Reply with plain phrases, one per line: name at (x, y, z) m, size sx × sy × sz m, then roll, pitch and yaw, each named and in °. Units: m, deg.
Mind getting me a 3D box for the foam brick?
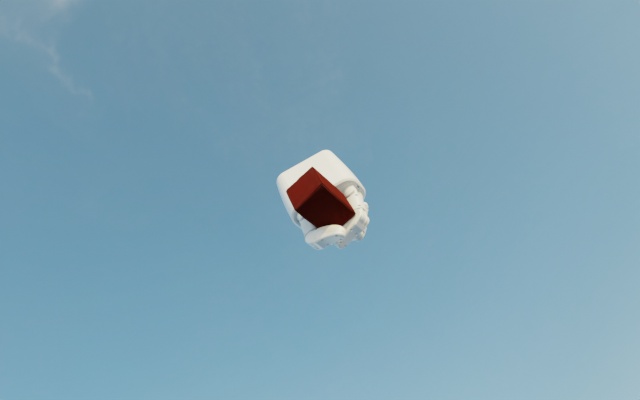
foam brick at (0.000, 0.002, 0.657) m, size 0.078 × 0.053 × 0.051 m, roll 41°, pitch 13°, yaw -37°
